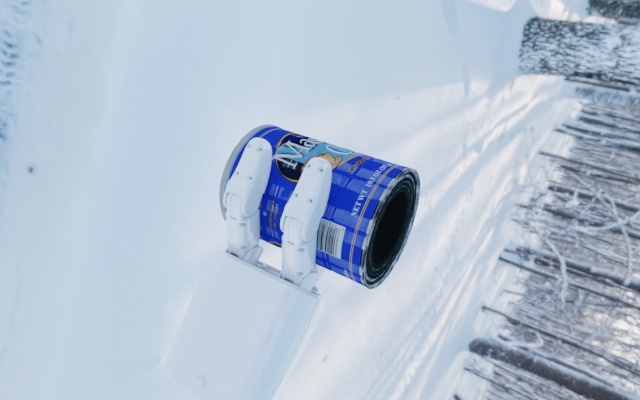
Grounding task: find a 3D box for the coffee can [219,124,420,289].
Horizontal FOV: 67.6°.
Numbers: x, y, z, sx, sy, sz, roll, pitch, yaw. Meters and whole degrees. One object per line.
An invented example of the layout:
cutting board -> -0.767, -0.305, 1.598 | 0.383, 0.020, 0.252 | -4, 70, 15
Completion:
coffee can -> 0.000, 0.001, 0.411 | 0.140, 0.103, 0.103 | 21, 9, 26
